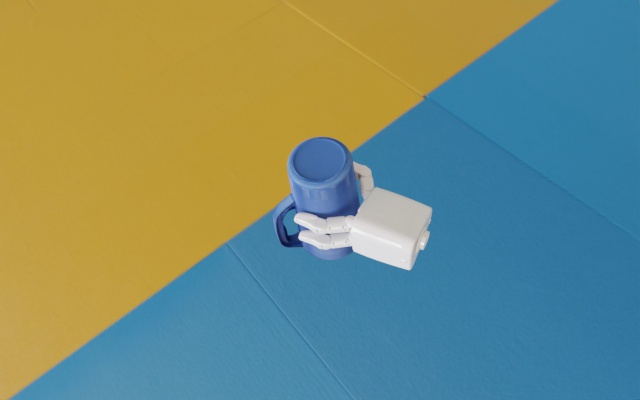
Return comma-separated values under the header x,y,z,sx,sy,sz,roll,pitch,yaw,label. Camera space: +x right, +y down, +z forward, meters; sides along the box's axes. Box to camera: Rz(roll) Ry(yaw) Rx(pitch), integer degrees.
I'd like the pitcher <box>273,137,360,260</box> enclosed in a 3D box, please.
x,y,z,sx,sy,sz,roll,pitch,yaw,label
0.000,0.003,0.868,0.145,0.149,0.243,19,-28,18,pitcher
